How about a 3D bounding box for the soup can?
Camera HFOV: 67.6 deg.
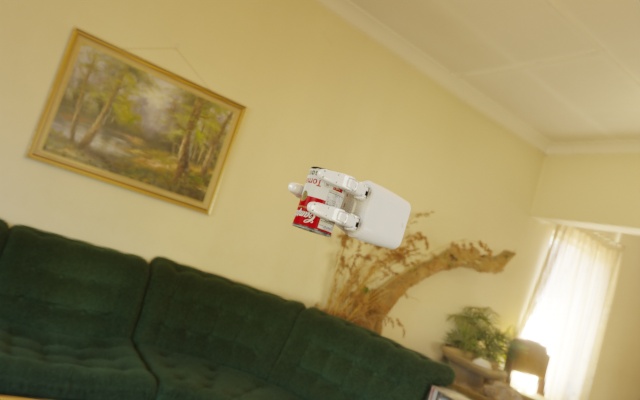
[{"bbox_3d":[0.000,0.002,0.788,0.068,0.102,0.068,18,-6,2],"label":"soup can"}]
